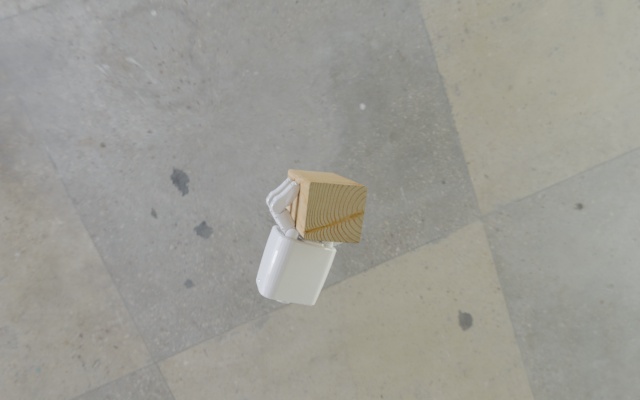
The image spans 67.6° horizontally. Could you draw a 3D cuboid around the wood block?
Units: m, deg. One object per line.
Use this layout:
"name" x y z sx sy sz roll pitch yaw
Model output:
"wood block" 0.000 0.003 0.807 0.091 0.090 0.206 5 8 -14
